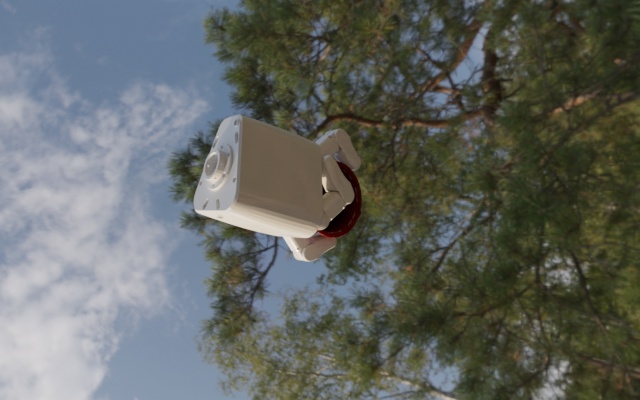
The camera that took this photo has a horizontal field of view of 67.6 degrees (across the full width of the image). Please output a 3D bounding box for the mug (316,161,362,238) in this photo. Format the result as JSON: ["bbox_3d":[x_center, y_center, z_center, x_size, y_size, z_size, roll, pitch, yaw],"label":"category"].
[{"bbox_3d":[0.001,0.002,0.612,0.117,0.093,0.081,20,-13,-39],"label":"mug"}]
